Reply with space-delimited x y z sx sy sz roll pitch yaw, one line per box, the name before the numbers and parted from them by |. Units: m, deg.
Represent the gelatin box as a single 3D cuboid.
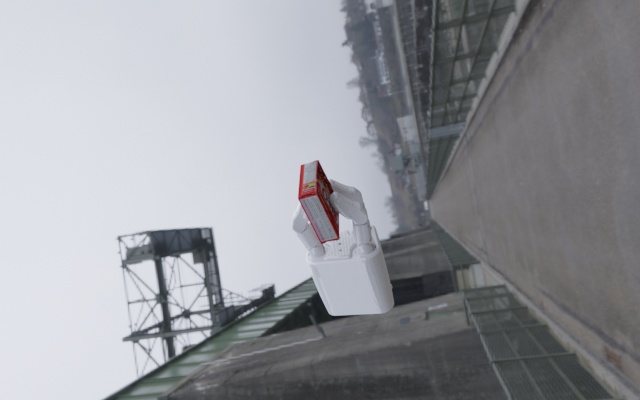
gelatin box | 0.000 0.002 0.646 0.030 0.089 0.073 -16 38 14
